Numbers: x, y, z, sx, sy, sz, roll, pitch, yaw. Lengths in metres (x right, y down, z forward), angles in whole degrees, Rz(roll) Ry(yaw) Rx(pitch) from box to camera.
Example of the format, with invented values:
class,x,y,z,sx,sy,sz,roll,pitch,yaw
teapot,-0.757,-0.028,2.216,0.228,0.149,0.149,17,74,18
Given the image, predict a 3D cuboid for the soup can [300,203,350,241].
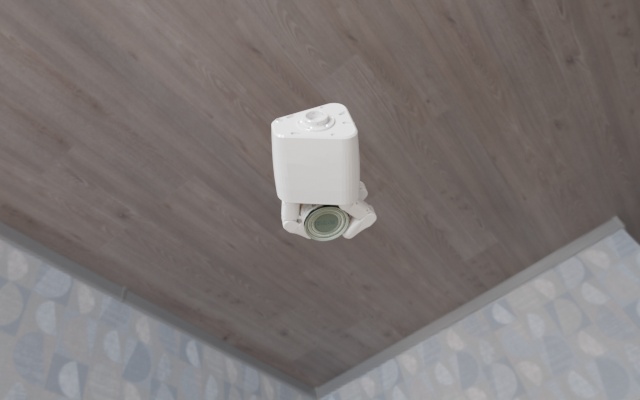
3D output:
class,x,y,z,sx,sy,sz,roll,pitch,yaw
soup can,0.000,0.003,0.709,0.068,0.069,0.102,0,38,-14
